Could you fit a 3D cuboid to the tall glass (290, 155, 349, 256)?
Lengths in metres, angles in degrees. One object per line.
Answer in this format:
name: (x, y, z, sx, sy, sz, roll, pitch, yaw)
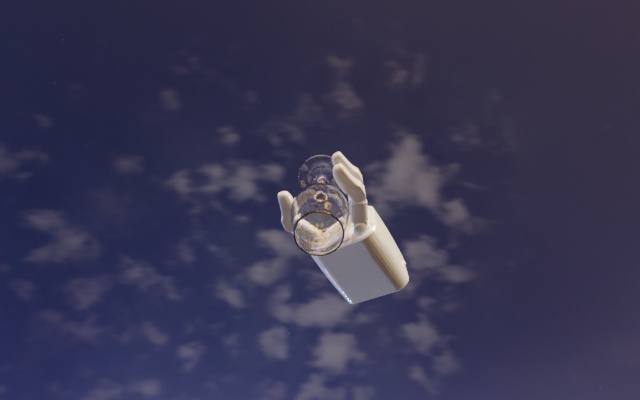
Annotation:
tall glass: (0.000, 0.002, 0.668, 0.079, 0.079, 0.201, 0, 23, 2)
